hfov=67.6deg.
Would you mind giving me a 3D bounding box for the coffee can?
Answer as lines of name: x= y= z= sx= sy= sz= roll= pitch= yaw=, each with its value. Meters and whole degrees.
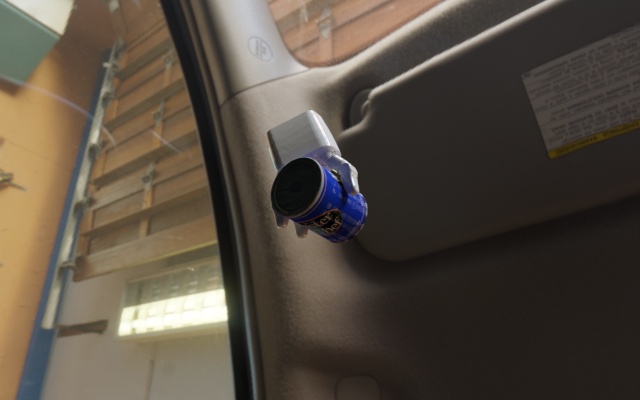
coffee can: x=0.000 y=0.003 z=0.802 sx=0.103 sy=0.102 sz=0.140 roll=0 pitch=-21 yaw=38
